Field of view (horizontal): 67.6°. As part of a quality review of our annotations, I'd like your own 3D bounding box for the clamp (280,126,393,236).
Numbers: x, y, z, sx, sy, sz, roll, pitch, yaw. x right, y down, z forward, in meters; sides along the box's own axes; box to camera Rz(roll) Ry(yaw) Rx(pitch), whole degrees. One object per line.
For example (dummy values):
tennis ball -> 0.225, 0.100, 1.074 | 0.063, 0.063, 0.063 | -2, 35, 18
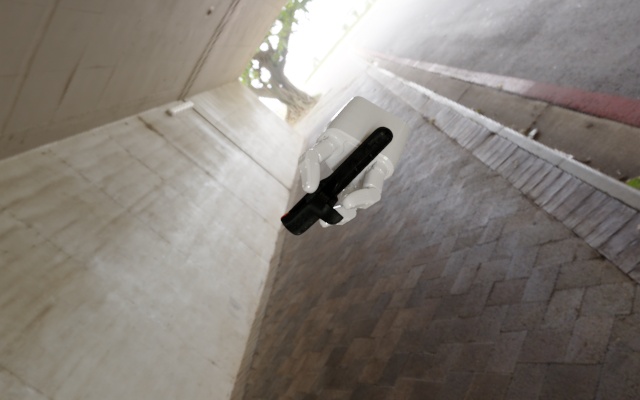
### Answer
clamp -> -0.001, 0.002, 0.625 | 0.210, 0.036, 0.164 | -38, 13, 46
